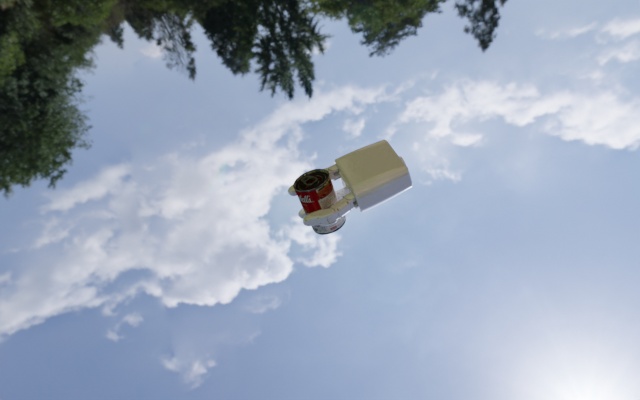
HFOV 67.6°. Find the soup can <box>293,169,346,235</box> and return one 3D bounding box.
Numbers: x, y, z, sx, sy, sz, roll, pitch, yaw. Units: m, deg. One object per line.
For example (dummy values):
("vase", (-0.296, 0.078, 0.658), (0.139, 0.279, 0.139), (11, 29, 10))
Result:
("soup can", (0.000, 0.003, 0.865), (0.068, 0.102, 0.068), (-16, 32, 11))
